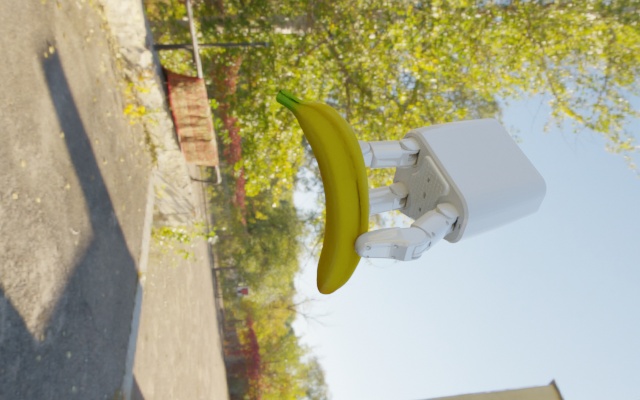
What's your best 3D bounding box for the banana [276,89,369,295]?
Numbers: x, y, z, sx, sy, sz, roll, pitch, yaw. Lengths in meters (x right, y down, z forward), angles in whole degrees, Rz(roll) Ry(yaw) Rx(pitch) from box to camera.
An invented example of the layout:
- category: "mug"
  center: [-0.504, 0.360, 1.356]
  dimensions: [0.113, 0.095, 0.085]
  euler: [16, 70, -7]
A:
- category: "banana"
  center: [0.012, 0.001, 0.413]
  dimensions: [0.037, 0.198, 0.069]
  euler: [-26, 26, -38]
